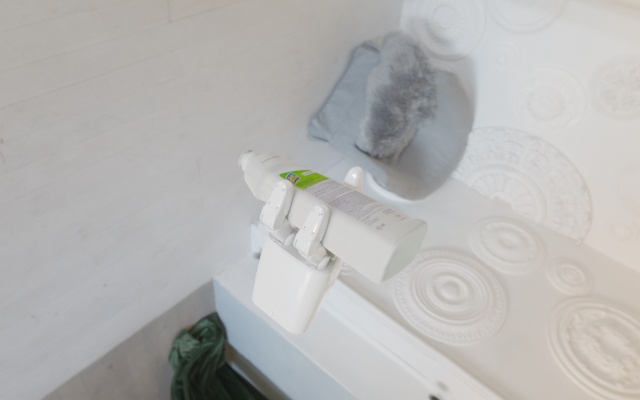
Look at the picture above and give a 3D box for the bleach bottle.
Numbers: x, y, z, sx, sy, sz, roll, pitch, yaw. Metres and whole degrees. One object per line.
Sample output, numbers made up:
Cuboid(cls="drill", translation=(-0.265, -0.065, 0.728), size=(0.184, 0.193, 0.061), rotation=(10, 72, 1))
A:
Cuboid(cls="bleach bottle", translation=(0.000, 0.002, 0.594), size=(0.250, 0.068, 0.102), rotation=(32, 30, 26))
